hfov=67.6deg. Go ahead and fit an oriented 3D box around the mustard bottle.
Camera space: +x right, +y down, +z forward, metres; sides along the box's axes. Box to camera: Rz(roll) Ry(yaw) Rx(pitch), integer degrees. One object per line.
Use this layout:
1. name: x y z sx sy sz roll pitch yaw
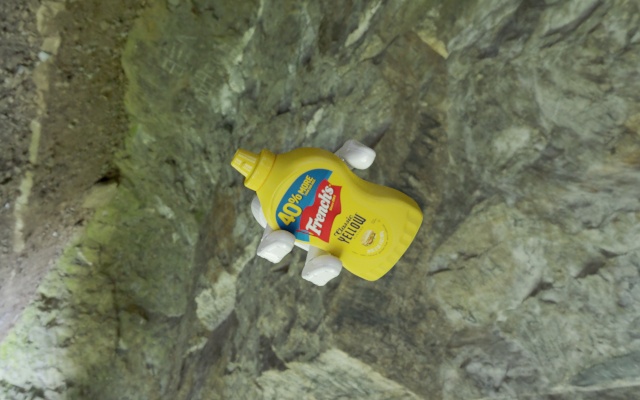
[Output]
1. mustard bottle: 0.000 0.002 0.477 0.192 0.096 0.058 29 21 -16
